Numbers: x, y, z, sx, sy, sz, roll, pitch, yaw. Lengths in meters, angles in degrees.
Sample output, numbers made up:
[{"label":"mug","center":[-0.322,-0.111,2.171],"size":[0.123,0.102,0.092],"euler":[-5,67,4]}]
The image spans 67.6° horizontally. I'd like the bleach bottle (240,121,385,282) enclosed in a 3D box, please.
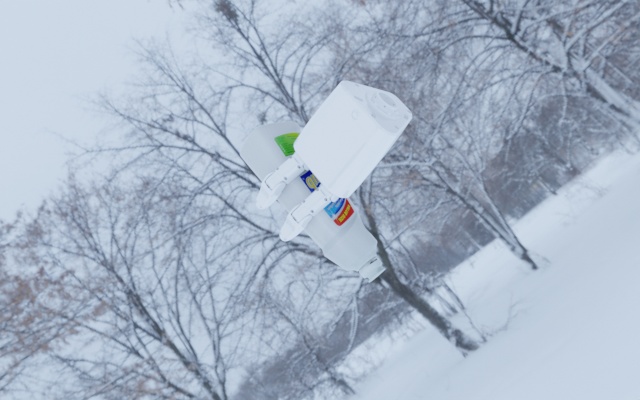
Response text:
[{"label":"bleach bottle","center":[0.000,0.002,0.651],"size":[0.102,0.250,0.068],"euler":[-19,-26,-53]}]
